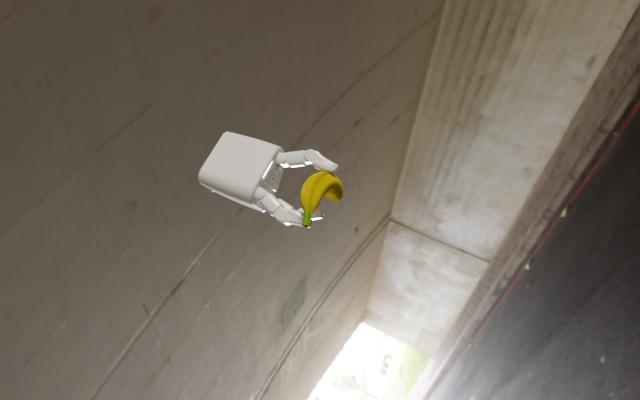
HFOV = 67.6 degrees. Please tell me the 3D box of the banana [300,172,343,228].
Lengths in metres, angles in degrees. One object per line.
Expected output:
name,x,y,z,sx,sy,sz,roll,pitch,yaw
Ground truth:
banana,0.003,-0.014,0.782,0.037,0.070,0.197,15,16,15
